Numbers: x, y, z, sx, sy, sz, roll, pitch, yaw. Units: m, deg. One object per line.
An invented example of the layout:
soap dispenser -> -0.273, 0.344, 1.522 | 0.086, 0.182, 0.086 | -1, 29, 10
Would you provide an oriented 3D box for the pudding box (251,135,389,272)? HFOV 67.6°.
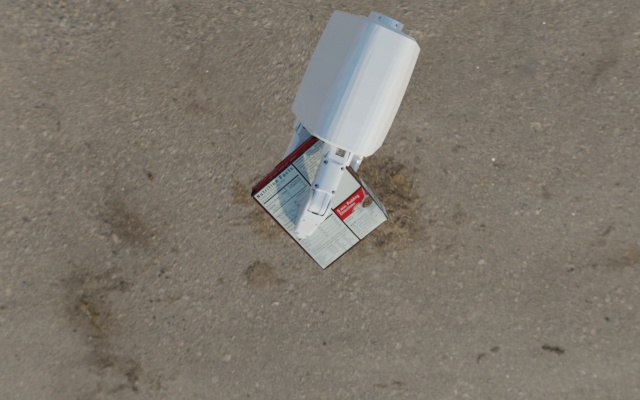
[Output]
pudding box -> 0.000, 0.002, 0.477 | 0.090, 0.113, 0.039 | -39, 16, 9
